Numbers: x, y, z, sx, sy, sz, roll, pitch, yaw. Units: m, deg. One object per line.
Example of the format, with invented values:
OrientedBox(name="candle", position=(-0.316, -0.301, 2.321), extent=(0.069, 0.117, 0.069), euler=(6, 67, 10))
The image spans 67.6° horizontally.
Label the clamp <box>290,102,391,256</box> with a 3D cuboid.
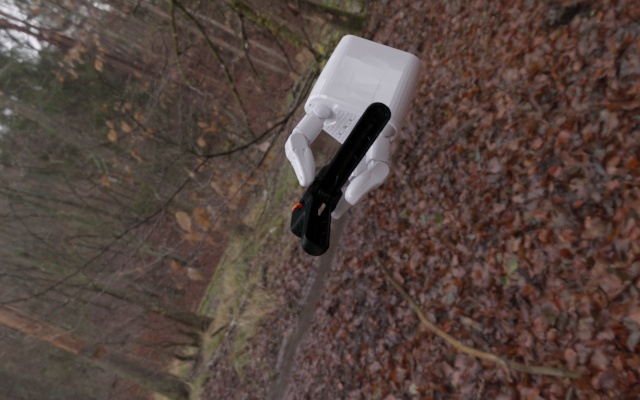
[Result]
OrientedBox(name="clamp", position=(-0.001, 0.001, 0.522), extent=(0.036, 0.164, 0.210), euler=(30, -24, -7))
